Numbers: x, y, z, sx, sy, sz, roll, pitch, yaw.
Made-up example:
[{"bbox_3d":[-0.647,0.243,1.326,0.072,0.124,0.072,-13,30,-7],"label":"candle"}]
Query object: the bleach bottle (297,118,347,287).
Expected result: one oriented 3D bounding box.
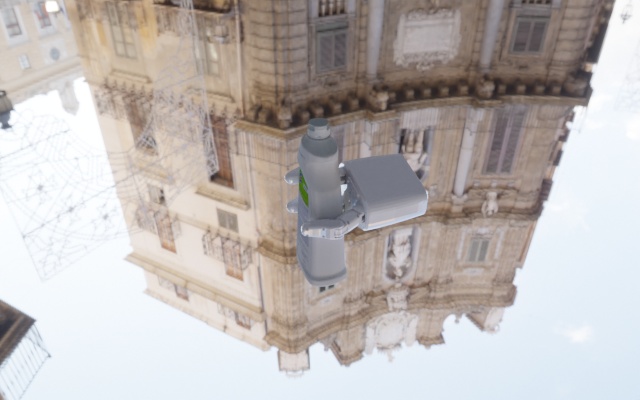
[{"bbox_3d":[0.000,0.002,0.713,0.068,0.251,0.102,-11,35,-17],"label":"bleach bottle"}]
